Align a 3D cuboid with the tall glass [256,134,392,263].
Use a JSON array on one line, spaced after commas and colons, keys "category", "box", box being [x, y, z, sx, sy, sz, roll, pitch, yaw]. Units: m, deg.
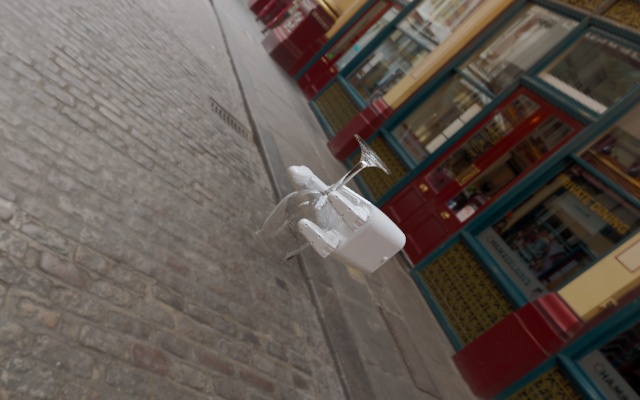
[{"category": "tall glass", "box": [0.000, 0.002, 0.669, 0.201, 0.079, 0.079, -42, -11, 13]}]
